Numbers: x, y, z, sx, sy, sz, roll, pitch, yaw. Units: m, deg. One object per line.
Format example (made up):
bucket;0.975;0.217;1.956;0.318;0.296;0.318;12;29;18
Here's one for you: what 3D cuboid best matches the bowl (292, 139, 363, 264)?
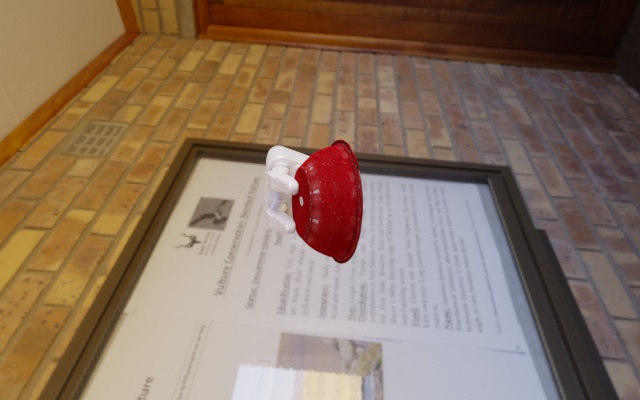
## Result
bowl;0.000;0.002;0.614;0.055;0.162;0.162;-1;0;-18
